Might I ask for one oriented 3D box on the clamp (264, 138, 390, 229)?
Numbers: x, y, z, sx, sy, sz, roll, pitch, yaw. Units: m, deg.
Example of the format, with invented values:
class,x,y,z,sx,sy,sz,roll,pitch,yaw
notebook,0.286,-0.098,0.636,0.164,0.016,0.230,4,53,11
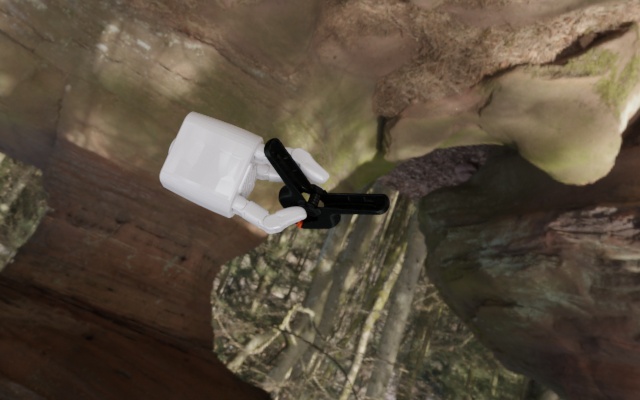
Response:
class,x,y,z,sx,sy,sz,roll,pitch,yaw
clamp,-0.001,0.003,0.646,0.164,0.036,0.210,26,-22,5
